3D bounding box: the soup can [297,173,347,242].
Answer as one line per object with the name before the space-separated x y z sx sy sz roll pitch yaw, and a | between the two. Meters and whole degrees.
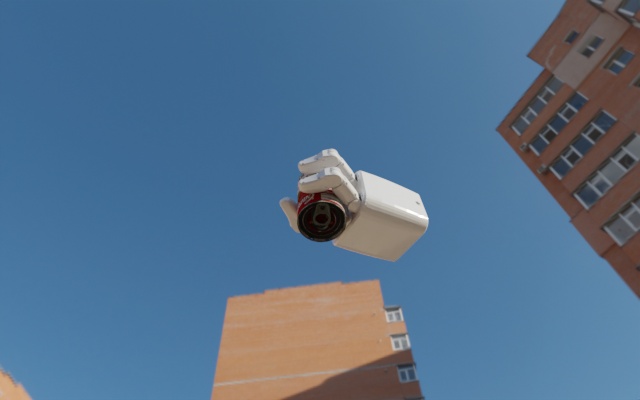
soup can | 0.000 0.002 0.688 0.068 0.068 0.102 0 33 -3
